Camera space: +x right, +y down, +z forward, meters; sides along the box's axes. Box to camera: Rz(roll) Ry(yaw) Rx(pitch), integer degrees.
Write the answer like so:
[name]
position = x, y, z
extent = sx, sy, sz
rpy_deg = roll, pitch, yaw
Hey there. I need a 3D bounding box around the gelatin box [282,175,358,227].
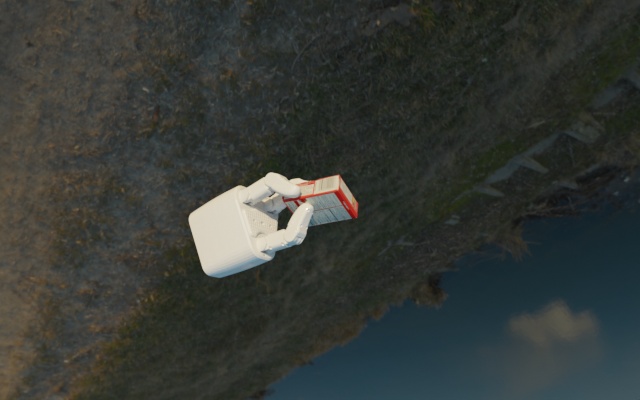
[gelatin box]
position = 0.000, 0.003, 0.686
extent = 0.089, 0.030, 0.073
rpy_deg = -11, -38, 22
